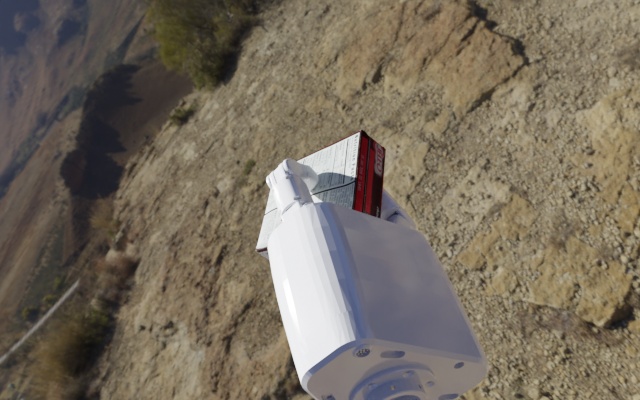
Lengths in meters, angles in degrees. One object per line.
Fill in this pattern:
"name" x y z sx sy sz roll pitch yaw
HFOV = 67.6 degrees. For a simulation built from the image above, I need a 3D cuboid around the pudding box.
"pudding box" 0.000 0.001 0.407 0.113 0.090 0.039 -19 -42 38
